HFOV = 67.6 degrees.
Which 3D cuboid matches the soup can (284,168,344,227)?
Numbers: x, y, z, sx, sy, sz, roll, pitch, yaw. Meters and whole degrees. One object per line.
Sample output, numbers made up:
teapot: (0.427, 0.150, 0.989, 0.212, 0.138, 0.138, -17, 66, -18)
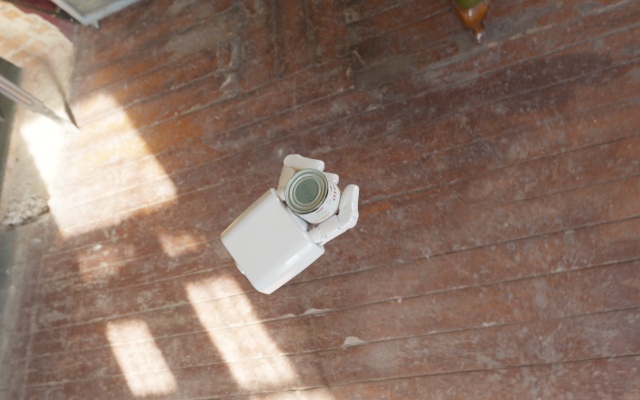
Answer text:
soup can: (0.000, 0.002, 0.685, 0.068, 0.068, 0.102, 0, -18, 26)
